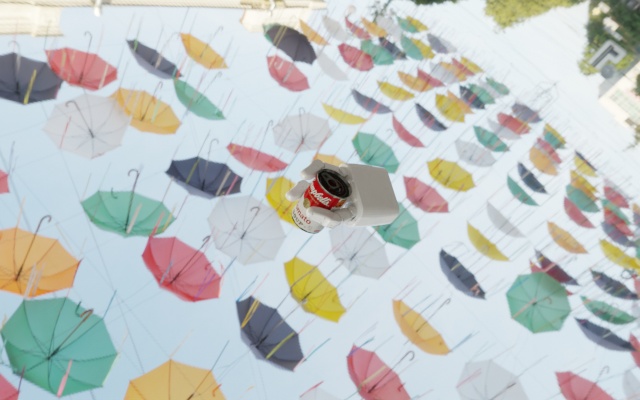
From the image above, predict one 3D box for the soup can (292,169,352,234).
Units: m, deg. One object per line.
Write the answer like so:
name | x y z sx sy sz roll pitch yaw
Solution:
soup can | 0.000 0.003 0.844 0.068 0.068 0.102 0 -40 -39
